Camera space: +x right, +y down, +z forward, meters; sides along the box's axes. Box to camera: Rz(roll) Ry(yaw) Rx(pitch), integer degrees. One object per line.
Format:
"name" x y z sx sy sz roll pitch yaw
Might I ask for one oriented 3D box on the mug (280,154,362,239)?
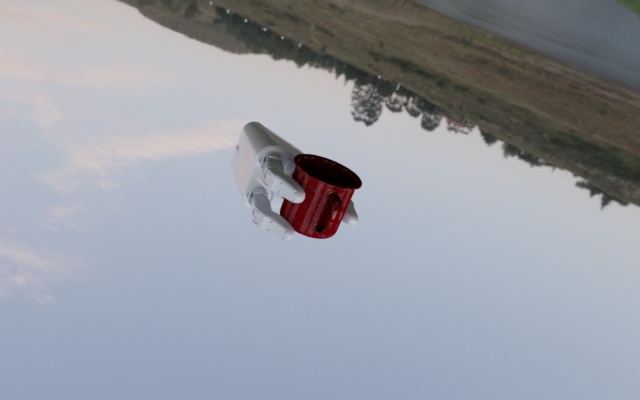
"mug" 0.001 0.003 0.609 0.093 0.081 0.117 10 26 -26
